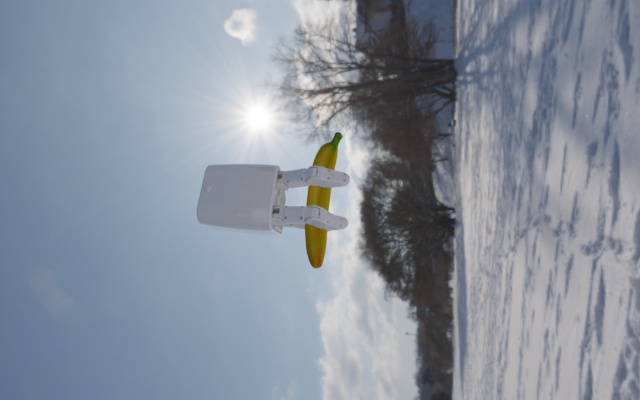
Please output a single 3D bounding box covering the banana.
[{"bbox_3d":[-0.001,0.000,0.709,0.037,0.198,0.069,8,-3,-6],"label":"banana"}]
